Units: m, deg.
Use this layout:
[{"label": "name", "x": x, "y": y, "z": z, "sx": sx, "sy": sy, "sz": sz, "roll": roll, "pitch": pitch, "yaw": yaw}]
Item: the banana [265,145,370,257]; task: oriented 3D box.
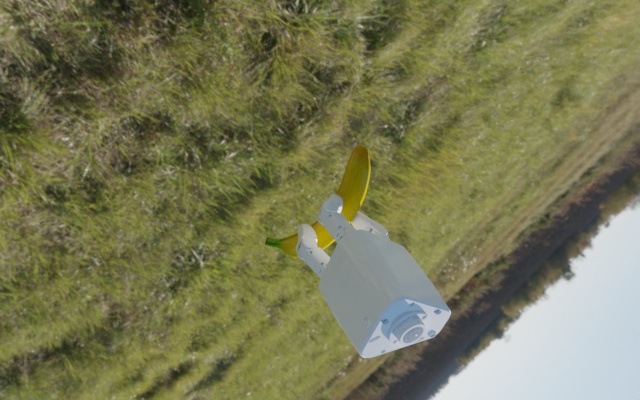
[{"label": "banana", "x": 0.012, "y": 0.016, "z": 0.648, "sx": 0.070, "sy": 0.198, "sz": 0.037, "roll": 39, "pitch": 15, "yaw": -19}]
